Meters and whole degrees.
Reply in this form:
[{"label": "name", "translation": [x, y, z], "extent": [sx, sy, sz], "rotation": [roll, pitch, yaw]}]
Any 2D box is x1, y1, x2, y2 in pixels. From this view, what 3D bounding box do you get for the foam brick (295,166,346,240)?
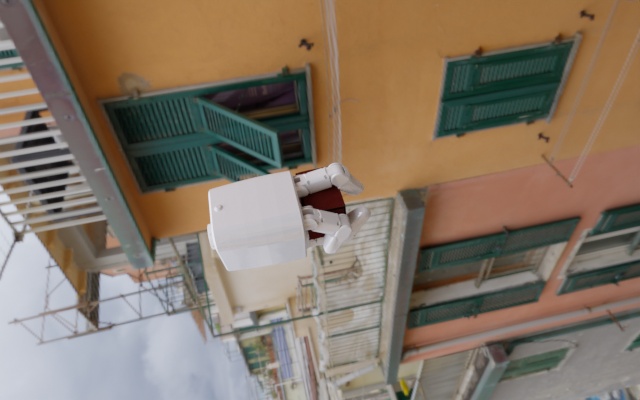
[{"label": "foam brick", "translation": [0.000, 0.002, 0.625], "extent": [0.051, 0.078, 0.053], "rotation": [-12, -42, -5]}]
